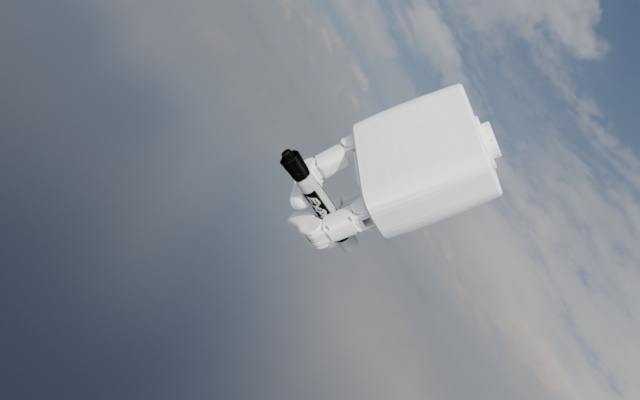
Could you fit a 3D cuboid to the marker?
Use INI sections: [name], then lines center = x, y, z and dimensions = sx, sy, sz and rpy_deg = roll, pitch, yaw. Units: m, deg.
[marker]
center = 0.000, 0.001, 0.435
dimensions = 0.020, 0.121, 0.020
rpy_deg = -24, 32, 17
